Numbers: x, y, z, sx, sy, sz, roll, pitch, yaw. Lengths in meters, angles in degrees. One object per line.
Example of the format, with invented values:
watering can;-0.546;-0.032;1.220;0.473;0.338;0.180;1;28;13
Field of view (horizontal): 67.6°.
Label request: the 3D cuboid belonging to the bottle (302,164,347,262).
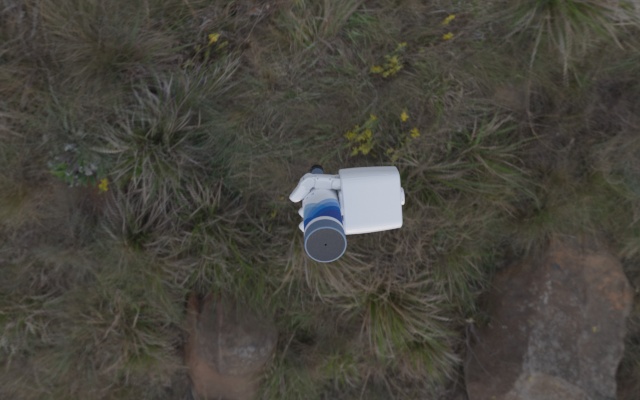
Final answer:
bottle;0.000;0.003;0.880;0.069;0.069;0.295;0;27;-4
